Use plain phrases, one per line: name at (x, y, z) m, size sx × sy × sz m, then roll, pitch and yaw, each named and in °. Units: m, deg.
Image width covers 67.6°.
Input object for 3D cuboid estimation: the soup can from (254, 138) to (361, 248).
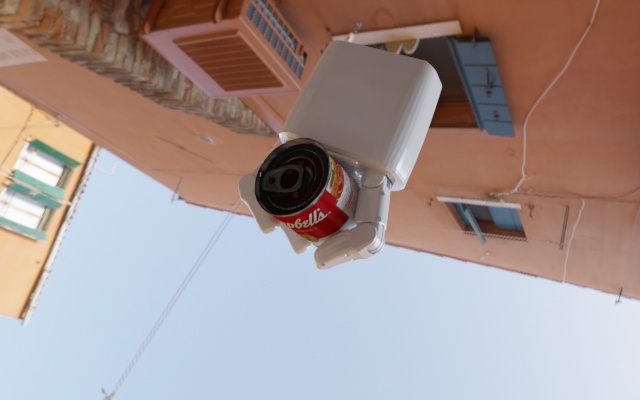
soup can at (0.000, 0.002, 0.408) m, size 0.068 × 0.068 × 0.102 m, roll 0°, pitch -24°, yaw 30°
